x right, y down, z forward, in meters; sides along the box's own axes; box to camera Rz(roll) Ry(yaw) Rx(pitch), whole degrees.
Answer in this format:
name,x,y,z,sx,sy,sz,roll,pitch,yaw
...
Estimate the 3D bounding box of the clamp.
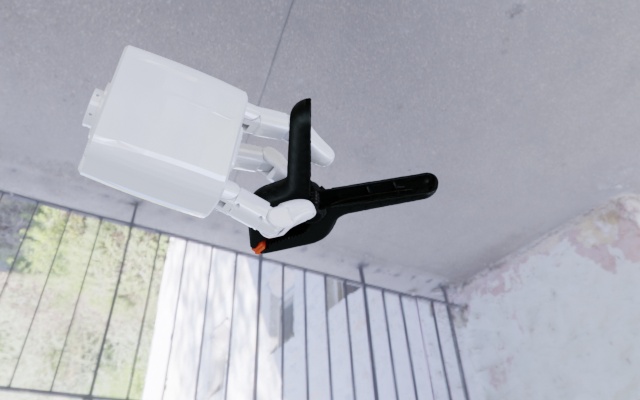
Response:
name,x,y,z,sx,sy,sz,roll,pitch,yaw
clamp,0.000,0.002,0.479,0.164,0.036,0.210,22,-43,-23
